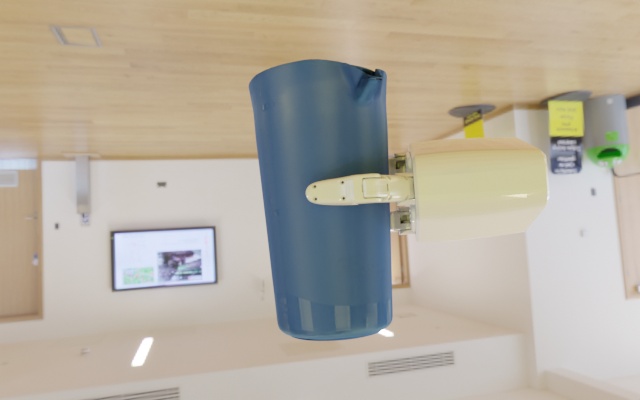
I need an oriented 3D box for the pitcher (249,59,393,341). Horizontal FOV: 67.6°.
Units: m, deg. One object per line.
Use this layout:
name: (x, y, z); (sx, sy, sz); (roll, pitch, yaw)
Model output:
pitcher: (0.000, 0.001, 0.463); (0.145, 0.243, 0.149); (-4, -4, 9)
